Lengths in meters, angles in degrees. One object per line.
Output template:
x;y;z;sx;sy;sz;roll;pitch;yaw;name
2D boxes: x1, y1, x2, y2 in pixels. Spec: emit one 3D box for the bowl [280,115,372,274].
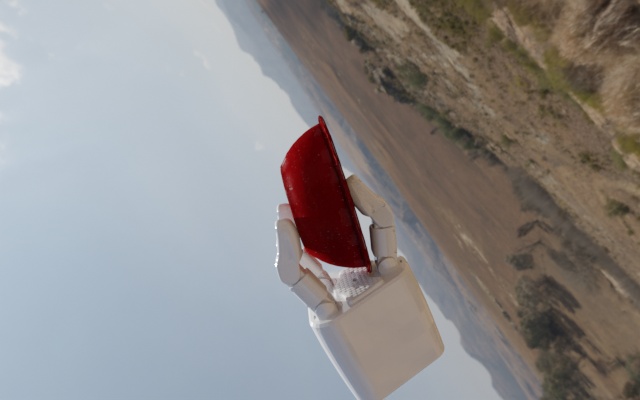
-0.001;0.000;0.470;0.055;0.162;0.162;-17;0;1;bowl
